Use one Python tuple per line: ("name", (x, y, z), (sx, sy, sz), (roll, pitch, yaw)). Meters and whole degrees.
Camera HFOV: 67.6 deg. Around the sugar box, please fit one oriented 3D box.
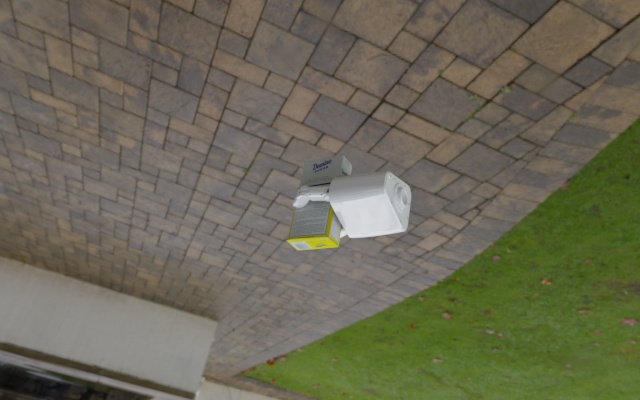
("sugar box", (0.001, 0.003, 0.893), (0.093, 0.176, 0.048), (-7, -36, 32))
